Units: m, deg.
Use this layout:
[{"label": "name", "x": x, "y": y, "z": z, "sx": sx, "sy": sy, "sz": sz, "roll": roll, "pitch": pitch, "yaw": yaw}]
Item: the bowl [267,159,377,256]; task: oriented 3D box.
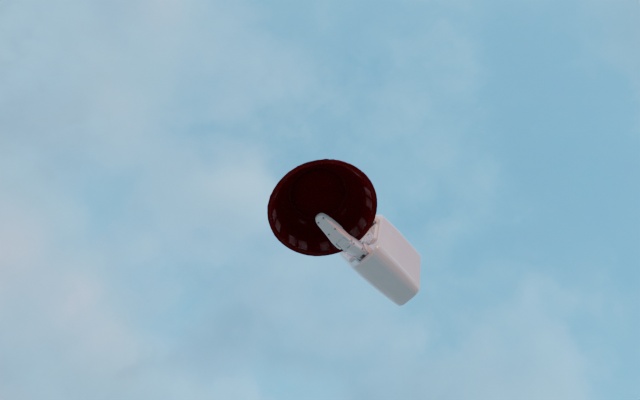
[{"label": "bowl", "x": -0.001, "y": 0.001, "z": 0.711, "sx": 0.162, "sy": 0.162, "sz": 0.055, "roll": 0, "pitch": 29, "yaw": -10}]
